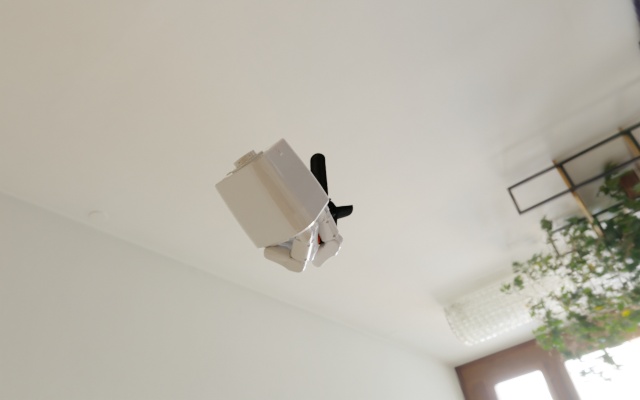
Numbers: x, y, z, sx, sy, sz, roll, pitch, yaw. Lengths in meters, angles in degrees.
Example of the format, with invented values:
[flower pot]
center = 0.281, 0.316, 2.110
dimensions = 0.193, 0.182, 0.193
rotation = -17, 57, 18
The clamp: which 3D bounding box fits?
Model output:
[clamp]
center = 0.000, 0.003, 0.721
dimensions = 0.039, 0.120, 0.171
rotation = -26, 14, 25
